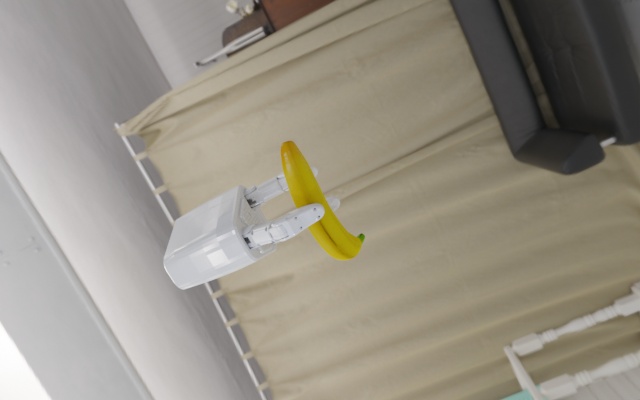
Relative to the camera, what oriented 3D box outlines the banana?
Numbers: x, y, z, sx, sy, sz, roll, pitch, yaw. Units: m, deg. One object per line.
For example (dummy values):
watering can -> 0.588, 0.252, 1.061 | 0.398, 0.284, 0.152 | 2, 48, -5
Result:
banana -> 0.003, 0.017, 0.576 | 0.037, 0.069, 0.198 | -23, -49, 16
